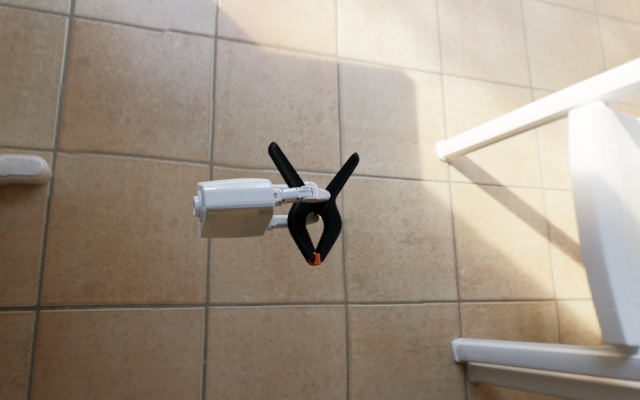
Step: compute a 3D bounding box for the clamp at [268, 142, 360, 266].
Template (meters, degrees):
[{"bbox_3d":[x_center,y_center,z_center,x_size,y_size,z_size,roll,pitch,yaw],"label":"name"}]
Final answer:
[{"bbox_3d":[0.000,0.003,0.803,0.164,0.210,0.036,-3,-11,-21],"label":"clamp"}]
